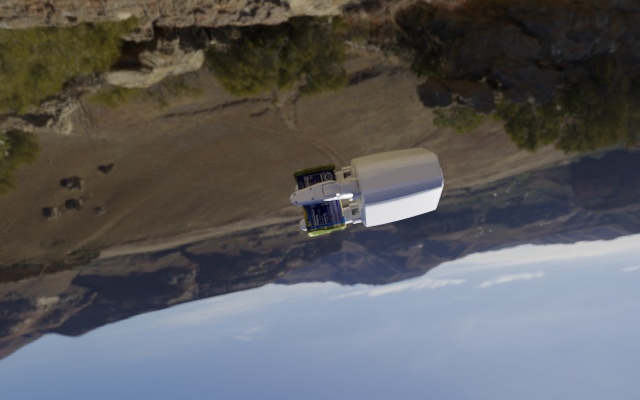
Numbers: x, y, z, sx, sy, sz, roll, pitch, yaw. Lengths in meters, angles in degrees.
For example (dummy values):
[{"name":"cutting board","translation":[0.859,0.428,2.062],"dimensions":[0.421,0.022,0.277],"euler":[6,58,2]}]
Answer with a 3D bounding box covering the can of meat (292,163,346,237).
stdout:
[{"name":"can of meat","translation":[0.000,0.002,0.650],"dimensions":[0.057,0.084,0.102],"euler":[-12,-6,-1]}]
